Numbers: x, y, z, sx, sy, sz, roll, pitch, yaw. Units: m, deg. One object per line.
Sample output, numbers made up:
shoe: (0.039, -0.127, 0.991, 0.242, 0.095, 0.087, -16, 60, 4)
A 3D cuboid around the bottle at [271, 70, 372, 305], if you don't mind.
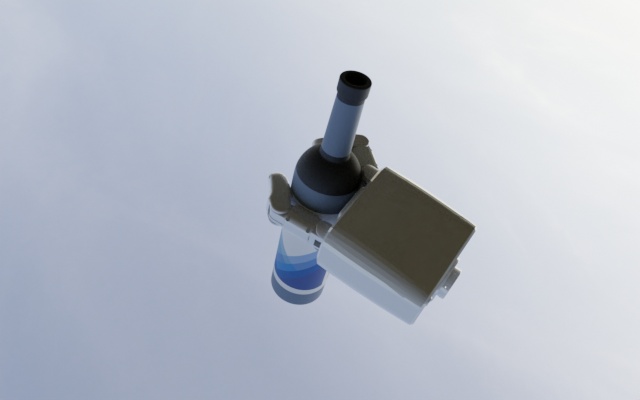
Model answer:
bottle: (0.000, 0.002, 0.490, 0.069, 0.069, 0.296, 0, -43, -15)
